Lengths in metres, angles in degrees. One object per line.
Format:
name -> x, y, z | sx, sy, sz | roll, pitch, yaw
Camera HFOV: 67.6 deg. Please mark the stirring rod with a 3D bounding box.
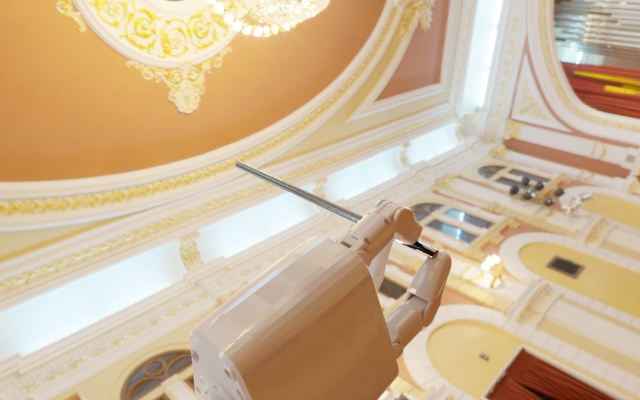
stirring rod -> 0.000, 0.001, 0.436 | 0.239, 0.011, 0.011 | 24, 15, 37
